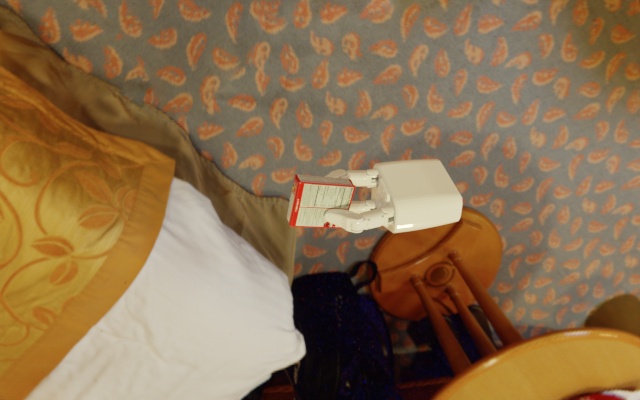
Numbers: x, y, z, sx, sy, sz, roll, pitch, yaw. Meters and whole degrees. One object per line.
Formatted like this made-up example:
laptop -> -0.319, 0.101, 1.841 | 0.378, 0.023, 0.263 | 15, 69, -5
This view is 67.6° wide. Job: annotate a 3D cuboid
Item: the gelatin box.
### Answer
gelatin box -> 0.000, 0.003, 0.701 | 0.089, 0.073, 0.030 | 3, 28, -21
